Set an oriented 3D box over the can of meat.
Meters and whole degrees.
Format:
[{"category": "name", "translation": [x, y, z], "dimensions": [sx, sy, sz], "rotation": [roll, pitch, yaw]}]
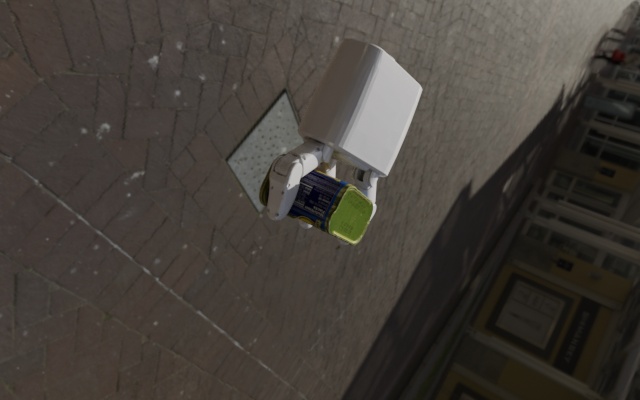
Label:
[{"category": "can of meat", "translation": [0.000, 0.002, 0.495], "dimensions": [0.084, 0.057, 0.102], "rotation": [24, -3, 27]}]
